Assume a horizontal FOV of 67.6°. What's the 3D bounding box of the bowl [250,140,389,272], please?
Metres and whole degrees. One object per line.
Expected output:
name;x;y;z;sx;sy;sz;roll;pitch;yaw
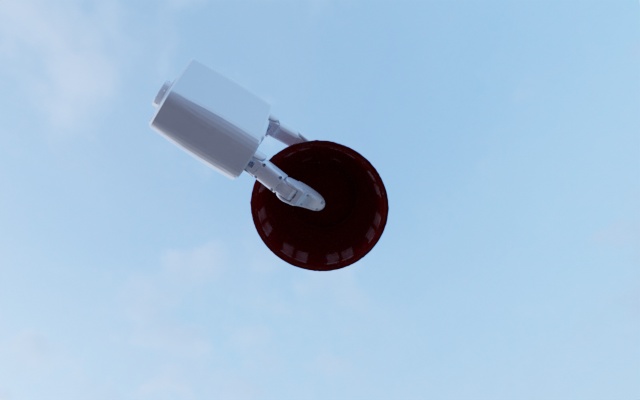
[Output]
bowl;0.001;0.003;0.579;0.162;0.162;0.055;0;18;5
